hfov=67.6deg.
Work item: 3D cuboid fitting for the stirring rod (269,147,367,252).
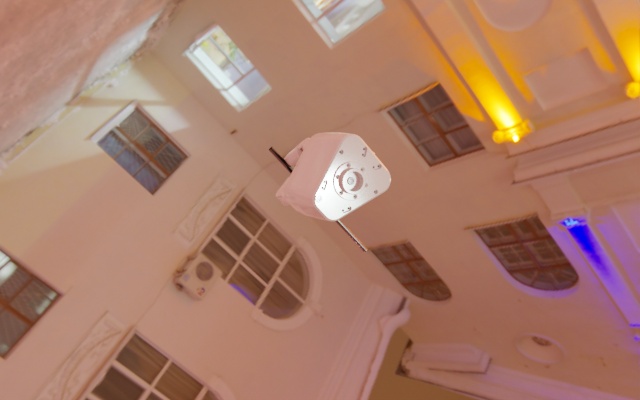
[{"bbox_3d":[0.000,0.002,0.775,0.239,0.011,0.011,47,-20,-20],"label":"stirring rod"}]
